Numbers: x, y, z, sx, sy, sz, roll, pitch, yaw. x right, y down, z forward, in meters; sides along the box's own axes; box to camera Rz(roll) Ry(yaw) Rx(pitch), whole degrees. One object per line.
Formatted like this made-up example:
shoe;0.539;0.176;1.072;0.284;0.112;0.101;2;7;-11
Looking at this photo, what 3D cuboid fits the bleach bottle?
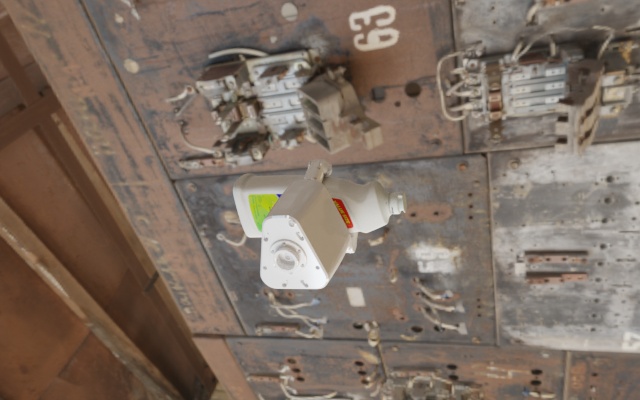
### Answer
bleach bottle;0.000;0.002;0.716;0.251;0.103;0.068;-4;23;20
